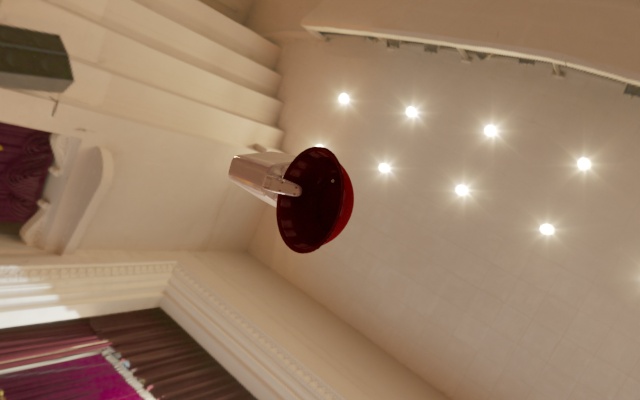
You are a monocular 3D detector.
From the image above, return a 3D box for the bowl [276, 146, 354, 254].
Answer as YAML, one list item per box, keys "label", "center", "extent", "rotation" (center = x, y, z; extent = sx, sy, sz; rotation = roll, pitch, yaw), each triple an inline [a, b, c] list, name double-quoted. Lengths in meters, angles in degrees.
- label: "bowl"
  center: [0.001, 0.003, 0.723]
  extent: [0.055, 0.162, 0.162]
  rotation: [12, -8, -38]
